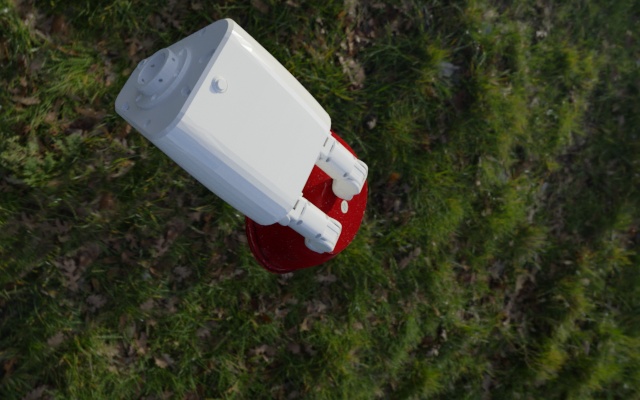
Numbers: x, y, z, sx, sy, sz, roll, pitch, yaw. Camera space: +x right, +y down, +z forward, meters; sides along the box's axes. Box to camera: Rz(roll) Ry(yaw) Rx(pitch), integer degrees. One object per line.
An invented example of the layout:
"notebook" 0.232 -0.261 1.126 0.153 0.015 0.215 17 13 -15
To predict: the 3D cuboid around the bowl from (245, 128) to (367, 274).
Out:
"bowl" 0.001 0.002 0.470 0.055 0.162 0.162 14 8 32
